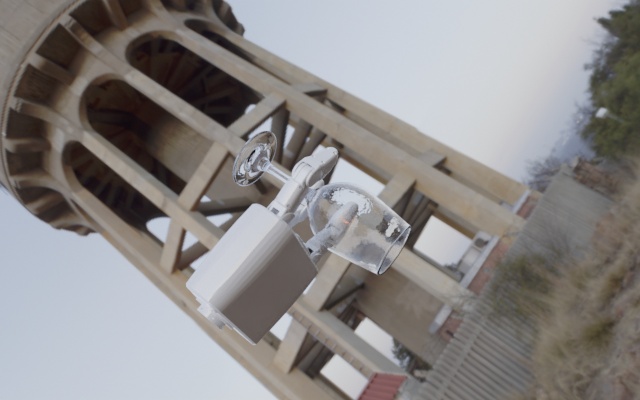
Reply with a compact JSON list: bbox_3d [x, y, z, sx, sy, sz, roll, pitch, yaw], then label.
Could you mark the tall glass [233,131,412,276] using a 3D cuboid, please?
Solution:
[{"bbox_3d":[0.000,0.001,0.531,0.201,0.079,0.079,33,13,20],"label":"tall glass"}]
